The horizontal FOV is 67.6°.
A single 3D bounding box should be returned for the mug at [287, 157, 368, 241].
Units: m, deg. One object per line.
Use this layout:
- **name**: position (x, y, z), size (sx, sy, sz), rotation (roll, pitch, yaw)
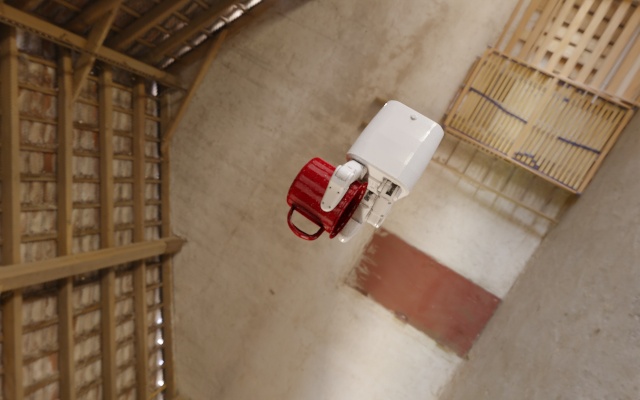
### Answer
- **mug**: position (-0.001, 0.003, 0.660), size (0.081, 0.117, 0.093), rotation (33, -19, 12)
